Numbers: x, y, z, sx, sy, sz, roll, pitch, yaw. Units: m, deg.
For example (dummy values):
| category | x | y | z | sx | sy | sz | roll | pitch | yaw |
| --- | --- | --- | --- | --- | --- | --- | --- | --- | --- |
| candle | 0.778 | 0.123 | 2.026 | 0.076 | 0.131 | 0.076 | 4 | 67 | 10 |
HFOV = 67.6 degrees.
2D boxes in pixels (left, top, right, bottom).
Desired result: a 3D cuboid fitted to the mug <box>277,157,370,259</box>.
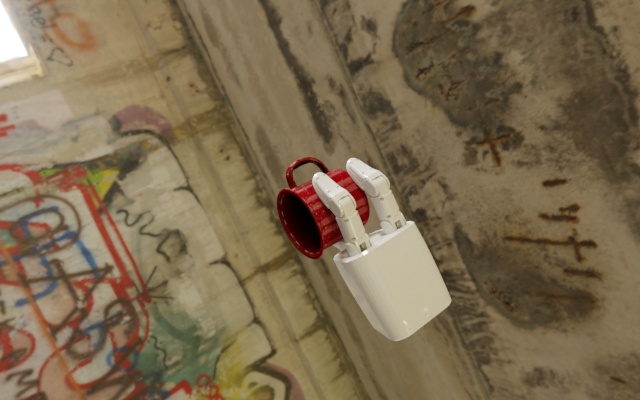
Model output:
| category | x | y | z | sx | sy | sz | roll | pitch | yaw |
| --- | --- | --- | --- | --- | --- | --- | --- | --- | --- |
| mug | 0.000 | 0.001 | 0.585 | 0.081 | 0.117 | 0.093 | -28 | 2 | -28 |
